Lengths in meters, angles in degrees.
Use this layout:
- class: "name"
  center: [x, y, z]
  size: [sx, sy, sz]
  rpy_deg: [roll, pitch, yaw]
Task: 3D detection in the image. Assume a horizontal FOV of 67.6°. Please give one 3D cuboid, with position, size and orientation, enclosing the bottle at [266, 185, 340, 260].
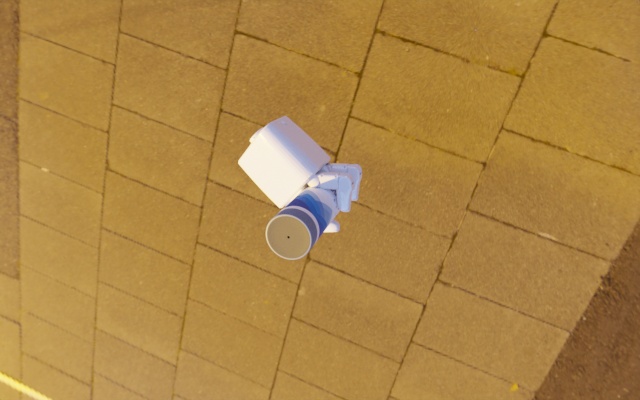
- class: "bottle"
  center: [0.000, 0.003, 0.771]
  size: [0.069, 0.069, 0.295]
  rpy_deg: [0, 19, 18]
